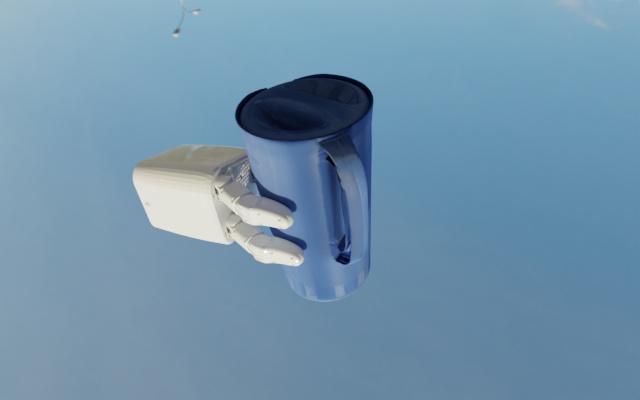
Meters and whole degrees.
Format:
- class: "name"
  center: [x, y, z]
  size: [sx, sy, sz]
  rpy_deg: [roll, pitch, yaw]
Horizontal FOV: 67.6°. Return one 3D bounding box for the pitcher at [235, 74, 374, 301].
- class: "pitcher"
  center: [0.000, 0.002, 0.518]
  size: [0.145, 0.243, 0.149]
  rpy_deg: [7, 41, 19]
